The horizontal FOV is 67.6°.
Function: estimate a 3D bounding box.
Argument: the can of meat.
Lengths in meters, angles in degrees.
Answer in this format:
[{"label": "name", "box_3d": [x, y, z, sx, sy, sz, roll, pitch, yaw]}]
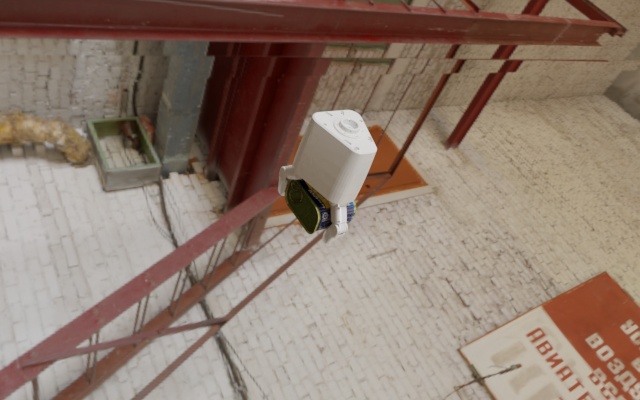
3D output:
[{"label": "can of meat", "box_3d": [0.000, 0.003, 0.827, 0.084, 0.057, 0.102, -12, 49, -34]}]
